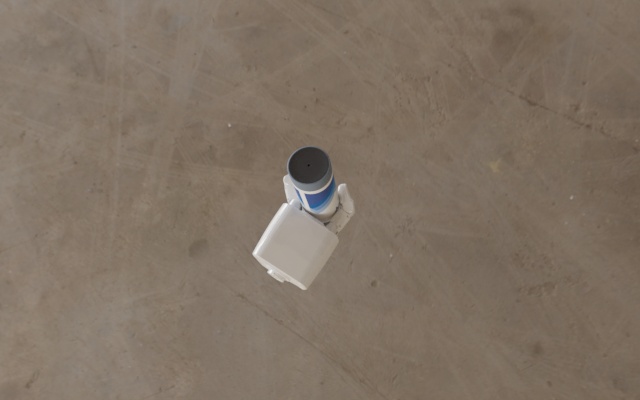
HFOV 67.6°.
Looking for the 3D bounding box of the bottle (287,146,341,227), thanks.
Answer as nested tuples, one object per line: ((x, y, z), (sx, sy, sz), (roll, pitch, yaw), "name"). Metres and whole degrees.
((0.000, 0.003, 0.853), (0.069, 0.069, 0.296), (0, -22, 8), "bottle")
